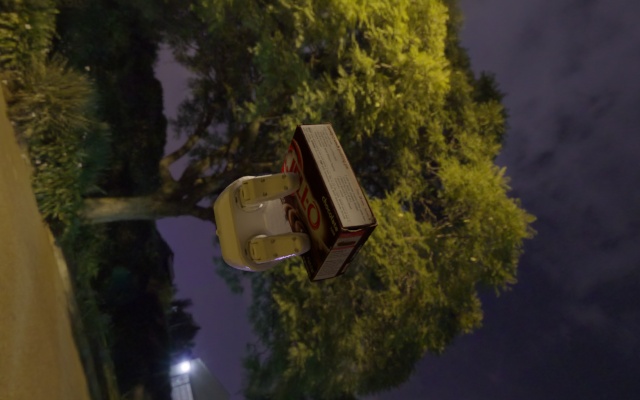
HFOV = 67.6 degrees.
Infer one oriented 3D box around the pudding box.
[{"bbox_3d":[0.000,0.001,0.425,0.039,0.113,0.090,-10,-31,-25],"label":"pudding box"}]
